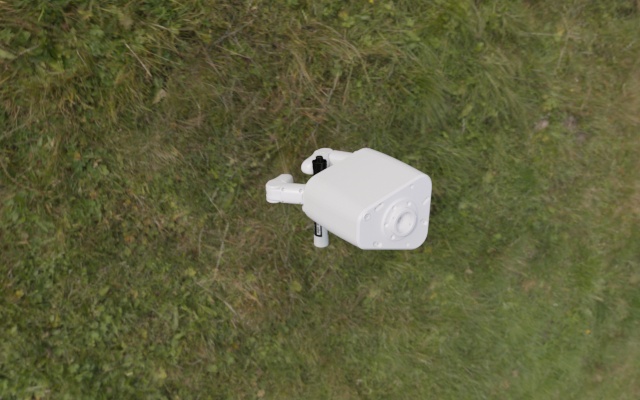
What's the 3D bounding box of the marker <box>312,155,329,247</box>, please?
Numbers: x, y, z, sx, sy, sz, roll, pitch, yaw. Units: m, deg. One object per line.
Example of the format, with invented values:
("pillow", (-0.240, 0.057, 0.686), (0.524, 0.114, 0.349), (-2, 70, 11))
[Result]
("marker", (0.000, 0.002, 0.600), (0.020, 0.121, 0.020), (-1, 24, 0))
